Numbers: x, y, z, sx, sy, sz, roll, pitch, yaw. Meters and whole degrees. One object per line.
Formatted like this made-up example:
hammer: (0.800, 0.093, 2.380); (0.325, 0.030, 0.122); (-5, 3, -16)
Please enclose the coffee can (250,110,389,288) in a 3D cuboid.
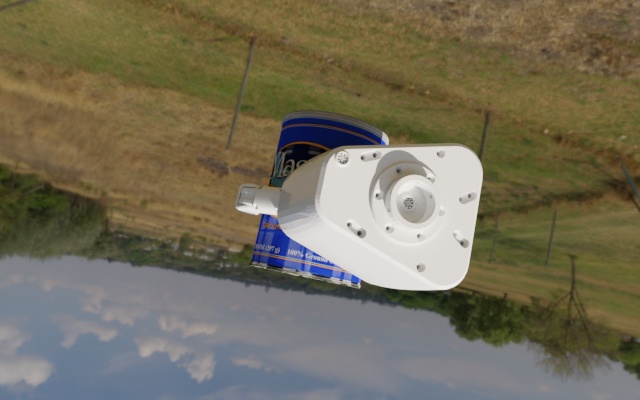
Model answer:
coffee can: (0.000, 0.001, 0.443); (0.103, 0.140, 0.103); (12, -9, 2)
